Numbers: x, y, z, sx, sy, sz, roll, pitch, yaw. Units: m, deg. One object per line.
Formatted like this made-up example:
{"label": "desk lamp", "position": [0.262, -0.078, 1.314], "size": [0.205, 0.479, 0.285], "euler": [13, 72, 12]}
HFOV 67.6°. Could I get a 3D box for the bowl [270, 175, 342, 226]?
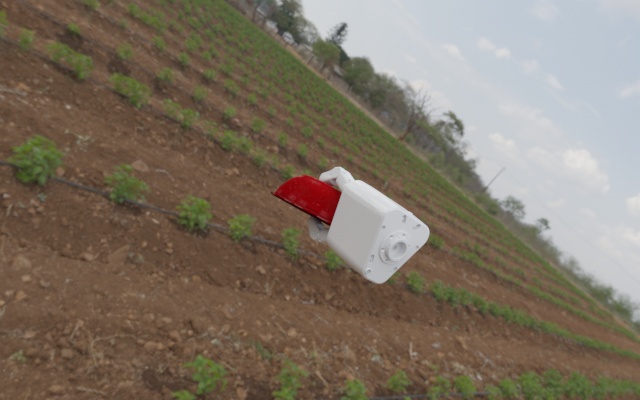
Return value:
{"label": "bowl", "position": [-0.001, 0.002, 0.788], "size": [0.162, 0.055, 0.162], "euler": [28, -3, 2]}
